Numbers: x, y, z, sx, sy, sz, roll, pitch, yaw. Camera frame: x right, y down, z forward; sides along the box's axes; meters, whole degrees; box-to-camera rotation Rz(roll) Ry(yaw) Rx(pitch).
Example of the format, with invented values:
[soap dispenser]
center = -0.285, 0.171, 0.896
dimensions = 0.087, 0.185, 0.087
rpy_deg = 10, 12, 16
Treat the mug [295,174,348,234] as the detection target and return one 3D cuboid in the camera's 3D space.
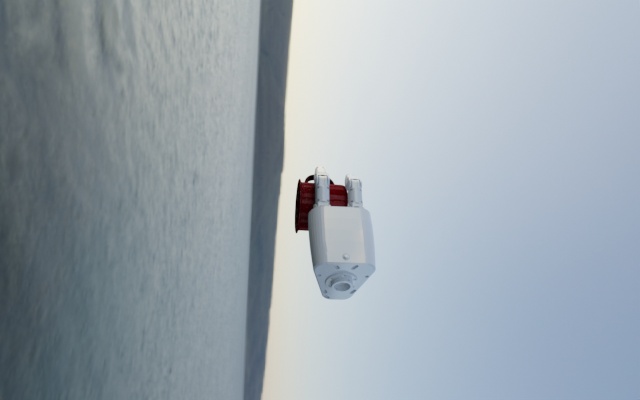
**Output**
[mug]
center = 0.000, 0.002, 0.822
dimensions = 0.081, 0.117, 0.093
rpy_deg = 3, -41, -7
